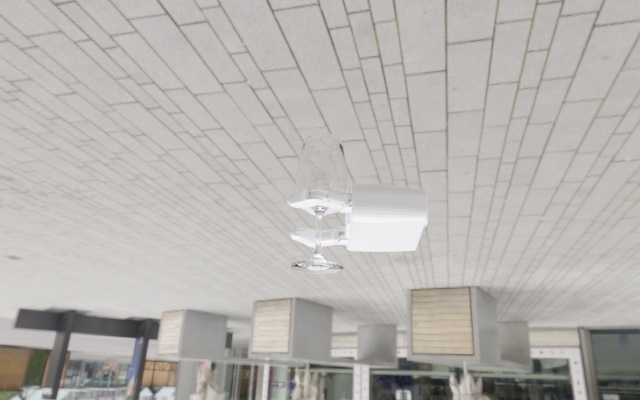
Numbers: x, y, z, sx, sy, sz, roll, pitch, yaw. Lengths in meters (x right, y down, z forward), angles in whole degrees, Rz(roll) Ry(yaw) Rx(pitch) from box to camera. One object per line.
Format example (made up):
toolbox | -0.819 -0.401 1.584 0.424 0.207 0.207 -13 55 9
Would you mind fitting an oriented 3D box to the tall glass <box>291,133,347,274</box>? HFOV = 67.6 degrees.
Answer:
tall glass | 0.000 0.003 0.707 0.079 0.201 0.079 2 -21 1
